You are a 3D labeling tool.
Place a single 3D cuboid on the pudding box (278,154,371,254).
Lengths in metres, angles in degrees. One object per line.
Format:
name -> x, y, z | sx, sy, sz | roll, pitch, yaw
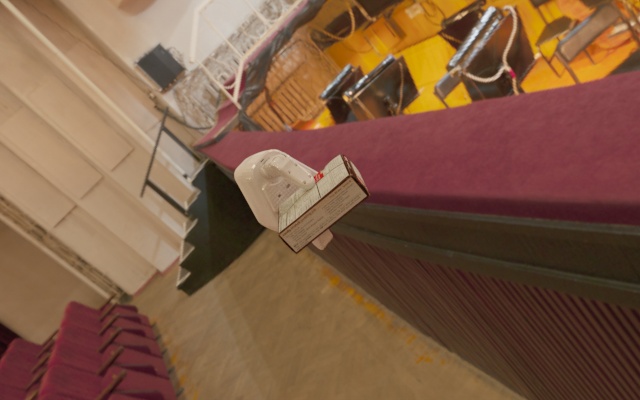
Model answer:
pudding box -> 0.000, 0.002, 0.573 | 0.113, 0.039, 0.090 | -41, 19, 11
